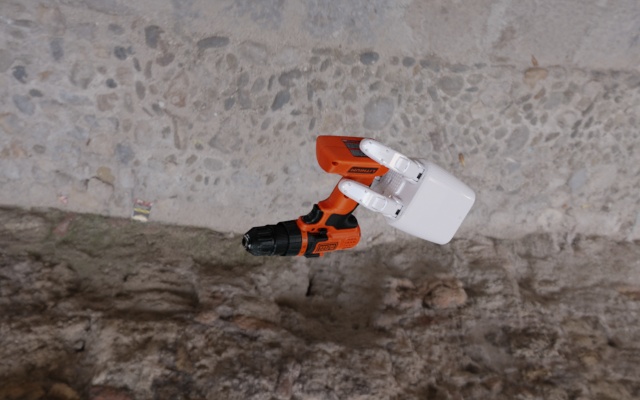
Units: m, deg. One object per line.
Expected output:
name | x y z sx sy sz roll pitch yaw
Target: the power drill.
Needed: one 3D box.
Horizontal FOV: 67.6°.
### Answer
power drill | 0.001 0.002 0.637 0.184 0.188 0.057 -4 47 -34
